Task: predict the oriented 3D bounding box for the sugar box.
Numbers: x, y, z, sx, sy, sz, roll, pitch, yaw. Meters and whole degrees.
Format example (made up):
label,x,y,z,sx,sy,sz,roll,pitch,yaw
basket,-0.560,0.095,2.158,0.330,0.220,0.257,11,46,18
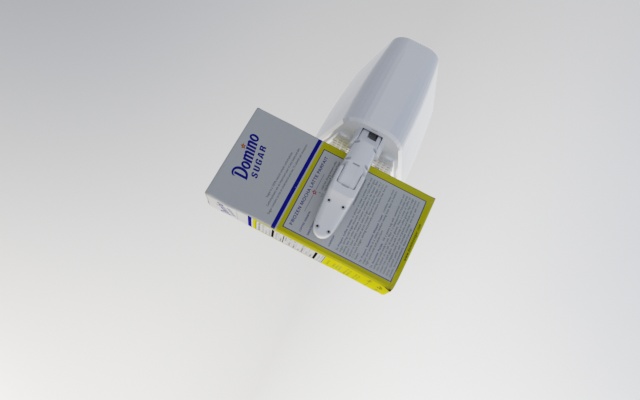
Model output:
label,x,y,z,sx,sy,sz,roll,pitch,yaw
sugar box,0.000,0.001,0.419,0.176,0.093,0.048,27,-18,3
